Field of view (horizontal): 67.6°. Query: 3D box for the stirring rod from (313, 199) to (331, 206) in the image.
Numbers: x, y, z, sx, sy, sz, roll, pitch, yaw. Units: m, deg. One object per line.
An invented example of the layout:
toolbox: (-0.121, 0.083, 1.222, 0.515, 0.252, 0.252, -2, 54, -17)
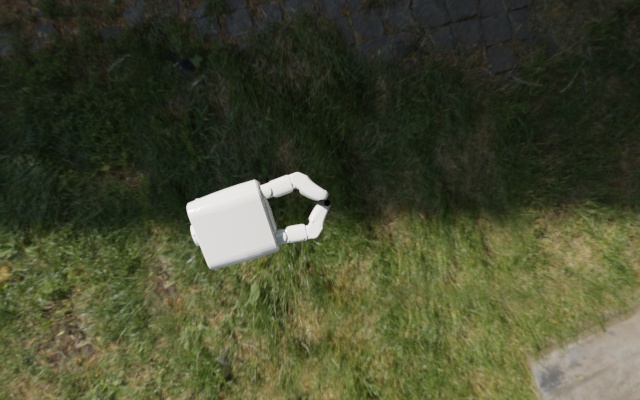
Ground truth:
stirring rod: (0.000, 0.002, 0.692, 0.011, 0.011, 0.239, 0, 0, -4)
